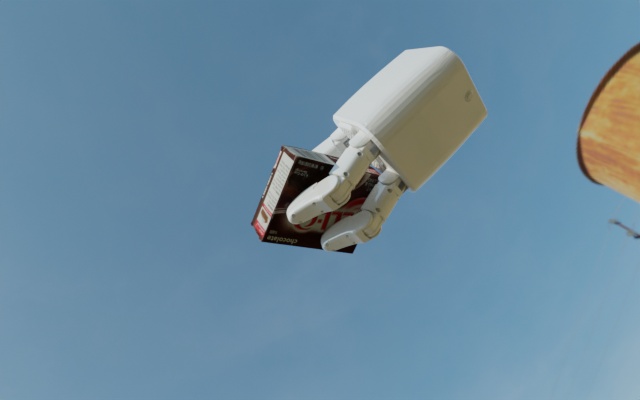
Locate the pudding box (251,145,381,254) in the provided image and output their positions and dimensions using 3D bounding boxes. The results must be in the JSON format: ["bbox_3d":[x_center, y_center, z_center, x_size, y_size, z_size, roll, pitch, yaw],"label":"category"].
[{"bbox_3d":[0.000,0.001,0.468,0.113,0.090,0.039,12,21,-32],"label":"pudding box"}]
